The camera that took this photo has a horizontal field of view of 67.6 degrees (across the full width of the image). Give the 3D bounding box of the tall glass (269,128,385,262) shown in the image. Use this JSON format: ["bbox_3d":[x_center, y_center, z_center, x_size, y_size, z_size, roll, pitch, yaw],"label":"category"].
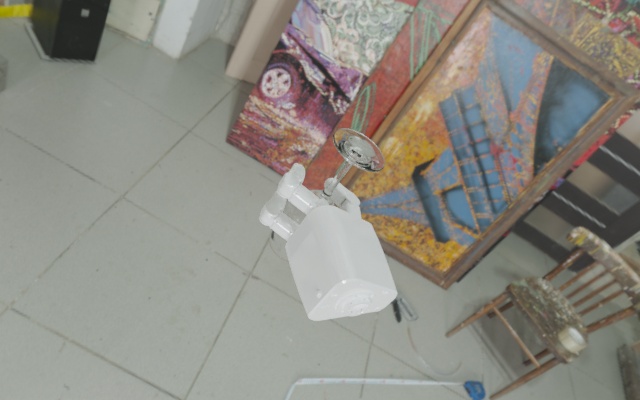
[{"bbox_3d":[0.000,0.002,0.640,0.079,0.079,0.201,0,-40,-39],"label":"tall glass"}]
